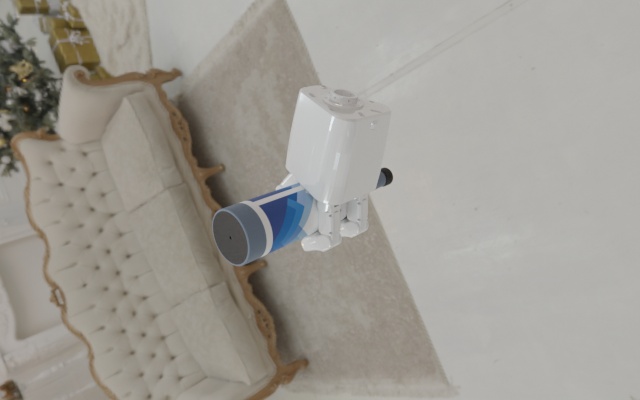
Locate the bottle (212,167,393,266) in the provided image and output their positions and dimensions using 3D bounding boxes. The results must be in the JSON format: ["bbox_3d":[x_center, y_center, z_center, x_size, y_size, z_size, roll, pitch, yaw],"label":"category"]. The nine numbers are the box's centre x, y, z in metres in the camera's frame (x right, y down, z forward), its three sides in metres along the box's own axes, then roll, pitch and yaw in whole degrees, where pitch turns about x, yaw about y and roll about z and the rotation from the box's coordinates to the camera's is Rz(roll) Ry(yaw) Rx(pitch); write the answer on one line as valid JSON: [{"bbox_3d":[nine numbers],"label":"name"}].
[{"bbox_3d":[0.000,0.002,0.624,0.069,0.069,0.295,0,15,45],"label":"bottle"}]
